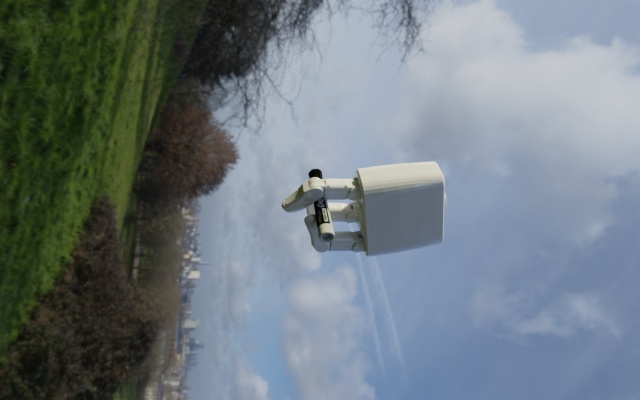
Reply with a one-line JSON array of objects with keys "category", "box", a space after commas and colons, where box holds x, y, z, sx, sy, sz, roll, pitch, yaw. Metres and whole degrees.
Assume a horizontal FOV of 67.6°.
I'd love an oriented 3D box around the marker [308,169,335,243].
[{"category": "marker", "box": [0.000, 0.002, 0.603, 0.020, 0.020, 0.121, 0, 44, -10]}]
